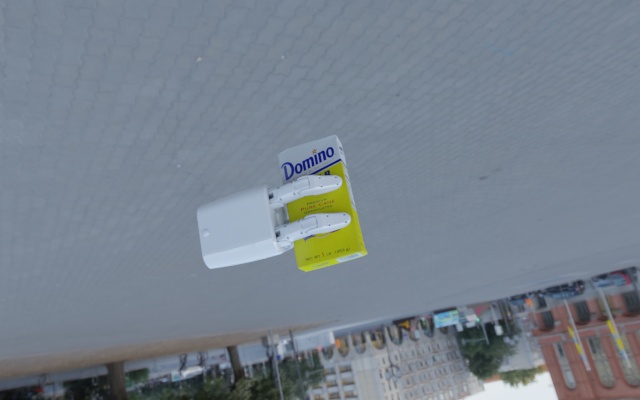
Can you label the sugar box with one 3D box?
[{"bbox_3d":[0.000,0.002,0.672,0.093,0.176,0.048,-16,-17,11],"label":"sugar box"}]
